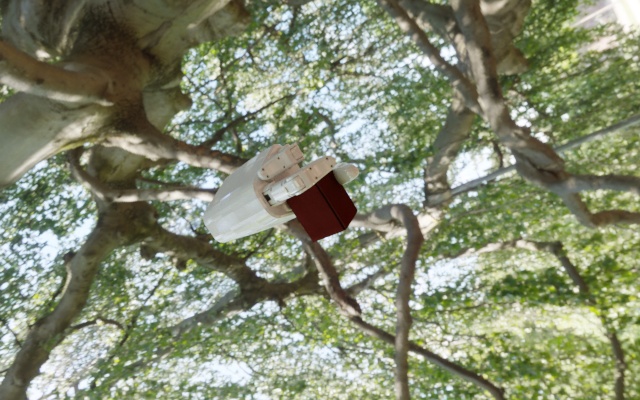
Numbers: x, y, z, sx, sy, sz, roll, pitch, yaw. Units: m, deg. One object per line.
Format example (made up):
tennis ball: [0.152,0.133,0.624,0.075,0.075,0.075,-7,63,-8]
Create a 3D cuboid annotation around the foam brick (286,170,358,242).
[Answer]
foam brick: [0.000,0.002,0.591,0.051,0.078,0.053,-27,11,31]
